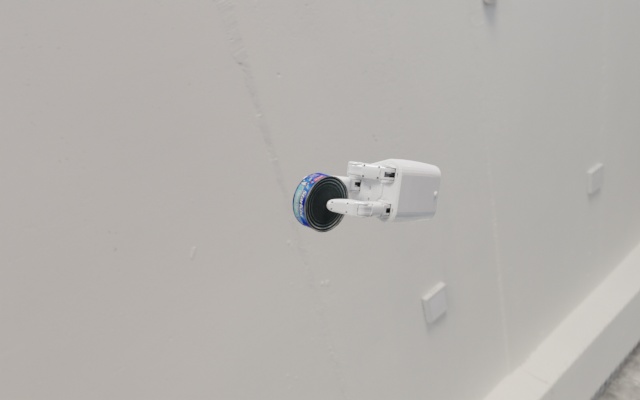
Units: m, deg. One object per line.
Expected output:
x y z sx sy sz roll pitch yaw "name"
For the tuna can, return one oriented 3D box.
0.000 0.002 0.716 0.086 0.086 0.033 0 13 -42 "tuna can"
